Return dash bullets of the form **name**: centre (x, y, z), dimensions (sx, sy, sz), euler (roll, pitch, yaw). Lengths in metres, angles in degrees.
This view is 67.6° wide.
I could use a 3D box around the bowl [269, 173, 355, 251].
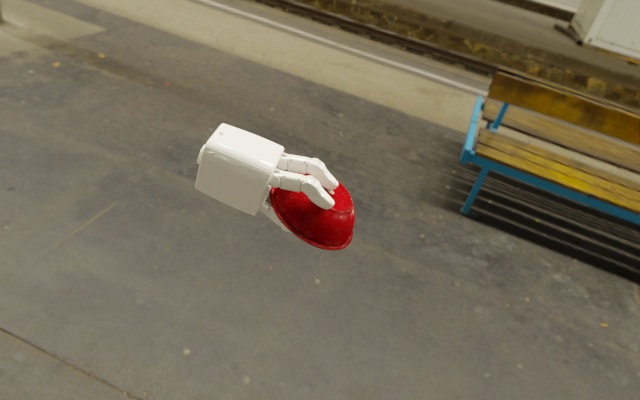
- **bowl**: centre (0.001, 0.003, 0.778), dimensions (0.162, 0.162, 0.055), euler (0, -43, -46)
